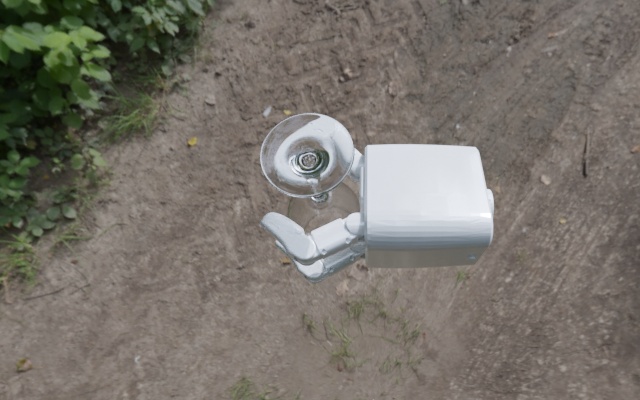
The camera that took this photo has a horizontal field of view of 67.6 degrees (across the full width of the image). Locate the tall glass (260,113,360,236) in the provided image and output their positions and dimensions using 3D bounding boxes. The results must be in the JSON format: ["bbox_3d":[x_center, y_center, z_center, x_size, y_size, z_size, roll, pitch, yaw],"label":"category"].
[{"bbox_3d":[0.000,0.001,0.461,0.079,0.079,0.201,0,-23,6],"label":"tall glass"}]
